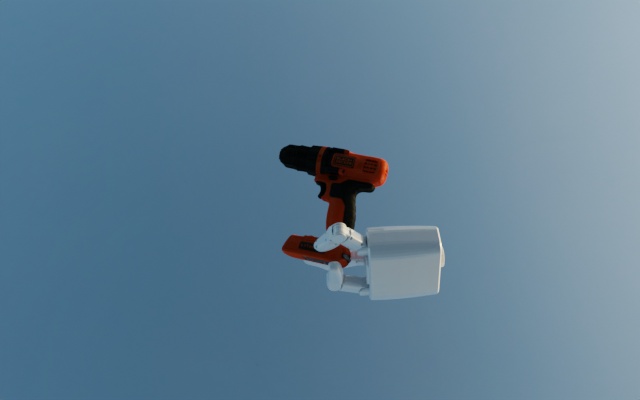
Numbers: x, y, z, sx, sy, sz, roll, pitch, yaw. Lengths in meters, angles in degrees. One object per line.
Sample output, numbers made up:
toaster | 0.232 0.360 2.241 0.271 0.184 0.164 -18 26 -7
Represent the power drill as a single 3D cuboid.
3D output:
power drill | 0.000 0.003 0.759 0.184 0.187 0.057 11 -14 19
